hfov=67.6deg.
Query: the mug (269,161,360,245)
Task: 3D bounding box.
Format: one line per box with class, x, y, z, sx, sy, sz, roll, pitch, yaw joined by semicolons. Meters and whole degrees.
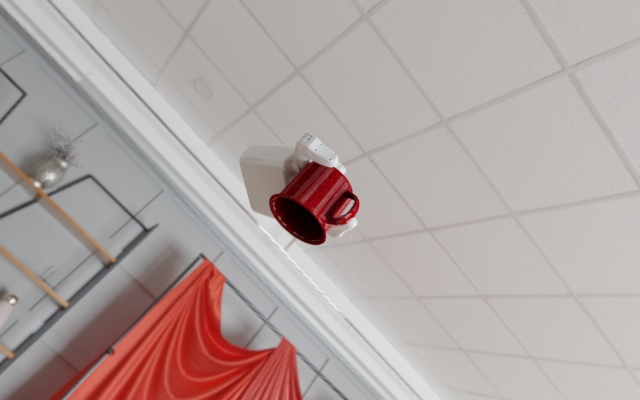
mug;0.001;0.002;0.642;0.117;0.093;0.081;12;50;39
